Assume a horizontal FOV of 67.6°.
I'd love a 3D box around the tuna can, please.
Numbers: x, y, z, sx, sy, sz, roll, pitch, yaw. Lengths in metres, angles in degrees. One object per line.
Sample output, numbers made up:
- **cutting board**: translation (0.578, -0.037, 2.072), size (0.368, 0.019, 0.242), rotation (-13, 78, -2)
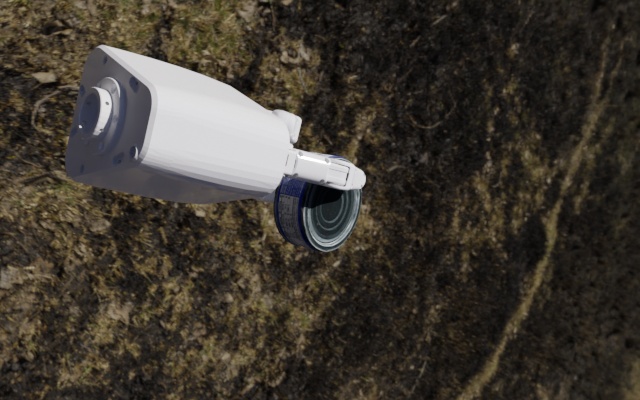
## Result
- **tuna can**: translation (0.001, 0.001, 0.421), size (0.033, 0.086, 0.086), rotation (12, 7, 38)
